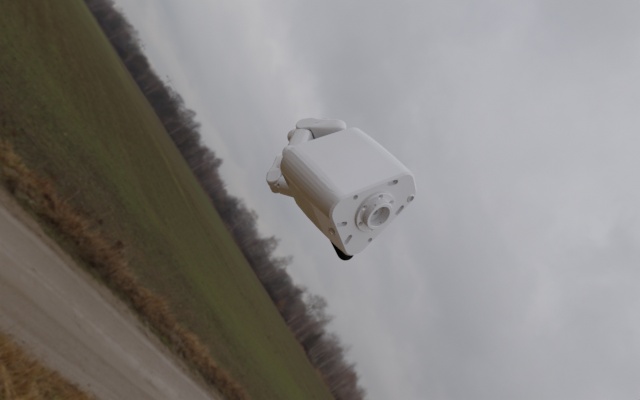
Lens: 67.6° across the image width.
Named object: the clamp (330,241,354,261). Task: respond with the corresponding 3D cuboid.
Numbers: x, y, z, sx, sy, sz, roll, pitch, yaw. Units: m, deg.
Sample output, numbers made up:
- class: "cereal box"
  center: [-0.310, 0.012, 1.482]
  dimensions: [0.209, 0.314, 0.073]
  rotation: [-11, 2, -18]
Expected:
- class: "clamp"
  center: [0.001, 0.002, 0.644]
  dimensions: [0.039, 0.172, 0.120]
  rotation: [-34, 46, -12]
